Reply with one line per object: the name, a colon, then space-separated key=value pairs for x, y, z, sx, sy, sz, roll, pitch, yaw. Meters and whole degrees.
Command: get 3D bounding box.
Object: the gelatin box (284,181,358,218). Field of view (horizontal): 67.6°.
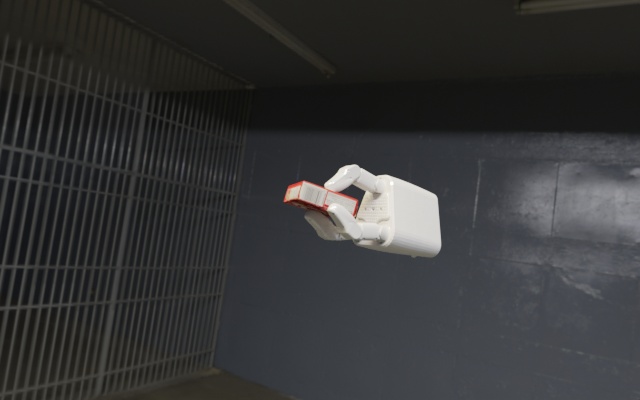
gelatin box: x=0.000 y=0.002 z=0.689 sx=0.089 sy=0.030 sz=0.073 roll=19 pitch=-10 yaw=-18
